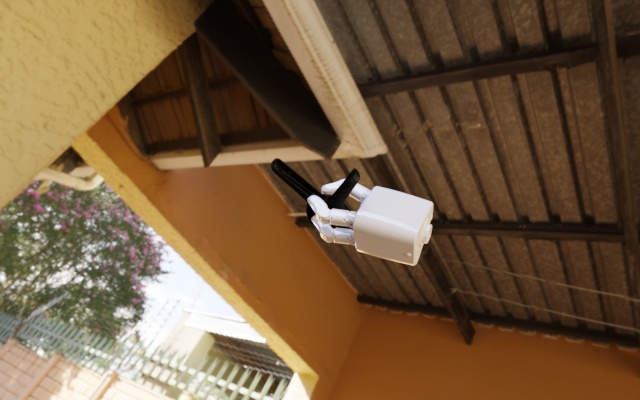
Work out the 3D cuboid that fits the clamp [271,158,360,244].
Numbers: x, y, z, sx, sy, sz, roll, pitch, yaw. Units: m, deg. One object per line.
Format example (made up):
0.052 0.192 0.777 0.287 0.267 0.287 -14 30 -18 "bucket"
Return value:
0.001 0.003 0.868 0.164 0.036 0.210 15 -35 21 "clamp"
